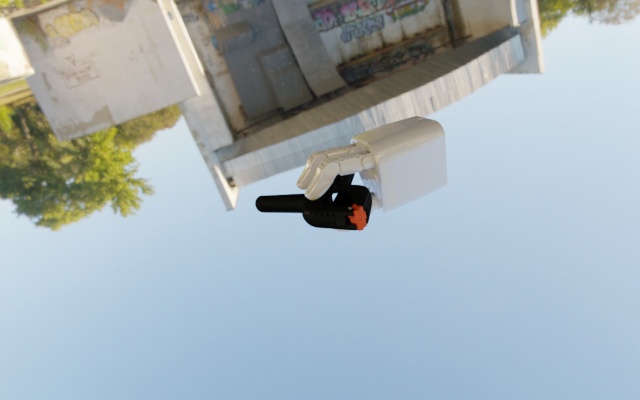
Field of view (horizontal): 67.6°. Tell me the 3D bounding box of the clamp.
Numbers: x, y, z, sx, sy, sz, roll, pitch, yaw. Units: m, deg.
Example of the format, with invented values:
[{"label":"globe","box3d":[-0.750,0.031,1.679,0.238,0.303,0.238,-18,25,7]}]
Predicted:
[{"label":"clamp","box3d":[0.001,0.003,0.653,0.164,0.036,0.210,-20,20,-10]}]
